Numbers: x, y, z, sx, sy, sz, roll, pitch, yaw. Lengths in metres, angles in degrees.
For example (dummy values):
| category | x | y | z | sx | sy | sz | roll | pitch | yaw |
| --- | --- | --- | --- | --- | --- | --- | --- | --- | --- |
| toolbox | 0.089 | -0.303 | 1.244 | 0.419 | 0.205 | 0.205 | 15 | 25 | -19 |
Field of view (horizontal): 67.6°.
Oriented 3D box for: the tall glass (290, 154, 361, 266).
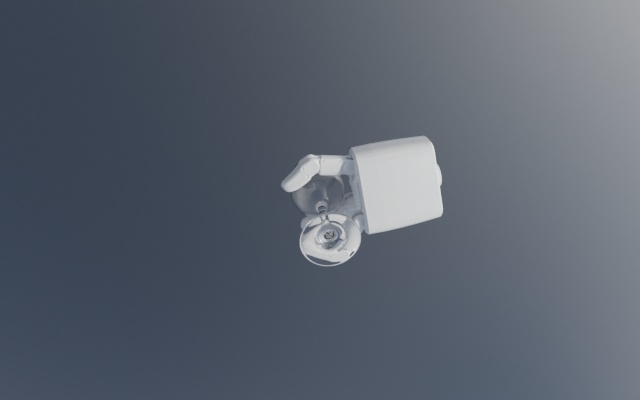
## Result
| category | x | y | z | sx | sy | sz | roll | pitch | yaw |
| --- | --- | --- | --- | --- | --- | --- | --- | --- | --- |
| tall glass | 0.000 | 0.002 | 0.653 | 0.079 | 0.079 | 0.201 | 0 | 27 | -8 |
